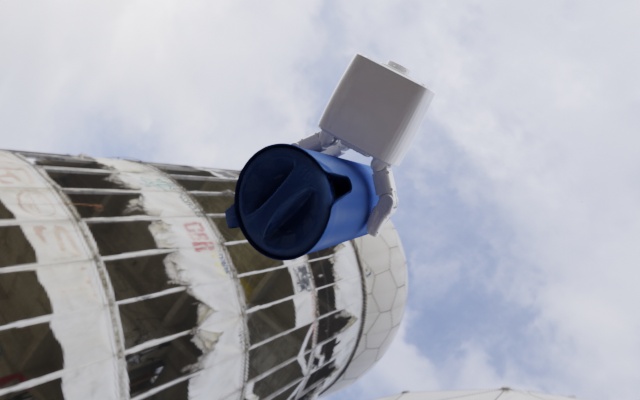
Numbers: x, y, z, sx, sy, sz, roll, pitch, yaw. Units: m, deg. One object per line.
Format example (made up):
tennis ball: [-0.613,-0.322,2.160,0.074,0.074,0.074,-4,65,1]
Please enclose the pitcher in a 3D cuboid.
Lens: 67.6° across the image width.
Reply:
pitcher: [0.000,0.002,0.645,0.149,0.145,0.243,33,16,25]
